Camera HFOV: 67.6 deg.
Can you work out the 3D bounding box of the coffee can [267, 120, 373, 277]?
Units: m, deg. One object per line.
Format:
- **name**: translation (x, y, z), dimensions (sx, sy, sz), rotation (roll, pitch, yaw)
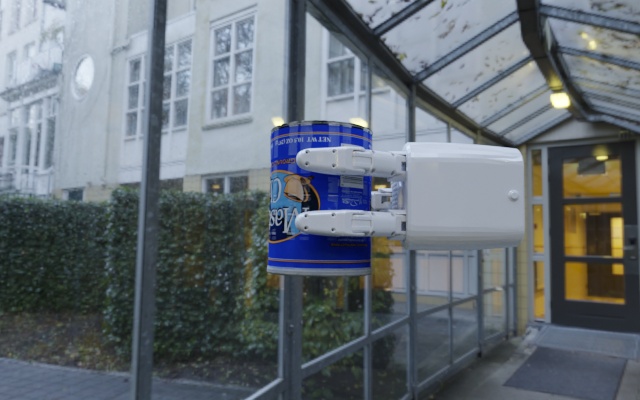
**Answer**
- **coffee can**: translation (0.000, 0.002, 0.474), dimensions (0.103, 0.140, 0.103), rotation (1, -5, 0)
